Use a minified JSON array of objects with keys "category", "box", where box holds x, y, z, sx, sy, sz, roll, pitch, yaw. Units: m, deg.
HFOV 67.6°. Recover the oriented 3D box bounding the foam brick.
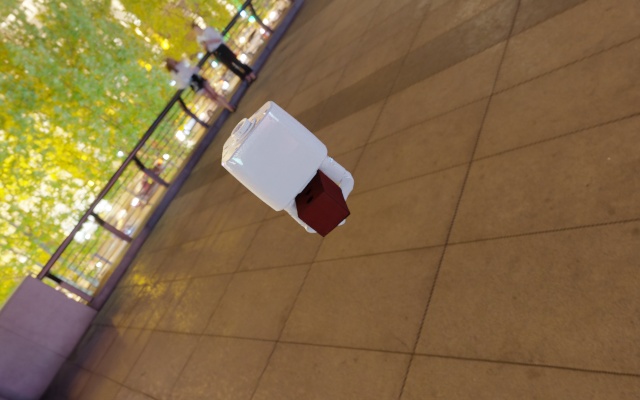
[{"category":"foam brick","box":[0.000,0.002,0.664,0.051,0.053,0.078,40,16,-25]}]
